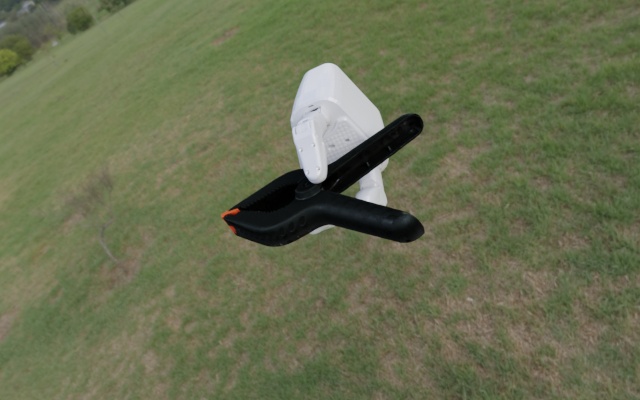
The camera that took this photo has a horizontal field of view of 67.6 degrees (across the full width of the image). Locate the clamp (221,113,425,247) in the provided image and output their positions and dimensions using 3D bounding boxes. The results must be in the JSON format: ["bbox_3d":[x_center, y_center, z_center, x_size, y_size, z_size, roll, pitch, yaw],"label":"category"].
[{"bbox_3d":[-0.001,0.001,0.431,0.210,0.036,0.164,-20,32,18],"label":"clamp"}]
